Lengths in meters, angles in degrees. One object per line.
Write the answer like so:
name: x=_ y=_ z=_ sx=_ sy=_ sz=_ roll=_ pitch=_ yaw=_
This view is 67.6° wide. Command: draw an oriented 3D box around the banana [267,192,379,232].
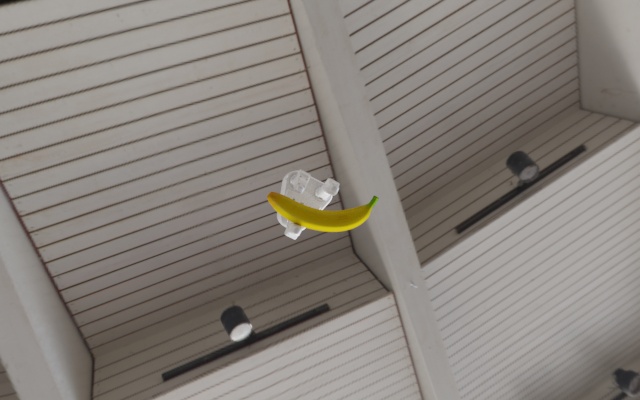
banana: x=0.003 y=0.021 z=0.851 sx=0.198 sy=0.069 sz=0.037 roll=1 pitch=5 yaw=-8
